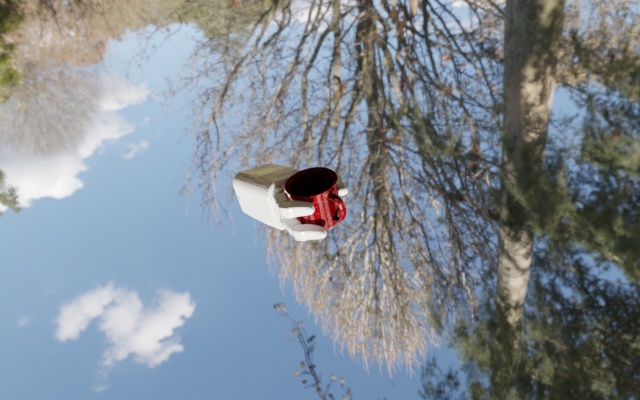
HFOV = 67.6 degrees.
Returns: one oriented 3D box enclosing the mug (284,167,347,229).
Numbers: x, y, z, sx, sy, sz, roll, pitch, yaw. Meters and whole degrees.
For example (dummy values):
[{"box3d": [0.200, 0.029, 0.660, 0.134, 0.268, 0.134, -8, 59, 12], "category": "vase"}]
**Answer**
[{"box3d": [0.001, 0.003, 0.832, 0.117, 0.082, 0.093, 20, 47, 39], "category": "mug"}]
